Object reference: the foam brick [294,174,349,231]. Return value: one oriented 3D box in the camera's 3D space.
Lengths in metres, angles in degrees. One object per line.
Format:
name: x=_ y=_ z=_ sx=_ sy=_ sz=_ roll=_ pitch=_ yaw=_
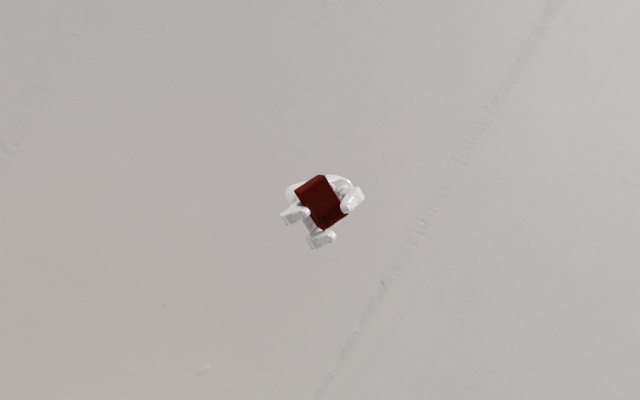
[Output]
foam brick: x=0.000 y=0.002 z=0.789 sx=0.053 sy=0.078 sz=0.051 roll=-34 pitch=14 yaw=-8
